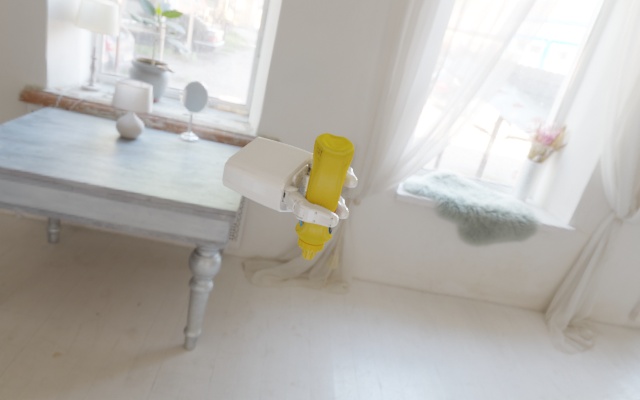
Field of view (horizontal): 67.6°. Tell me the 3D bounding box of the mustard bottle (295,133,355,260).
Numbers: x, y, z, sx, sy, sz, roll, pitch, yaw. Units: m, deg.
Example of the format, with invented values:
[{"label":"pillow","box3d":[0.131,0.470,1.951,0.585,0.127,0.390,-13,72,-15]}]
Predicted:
[{"label":"mustard bottle","box3d":[0.000,0.002,0.711,0.058,0.192,0.096,12,22,-4]}]
